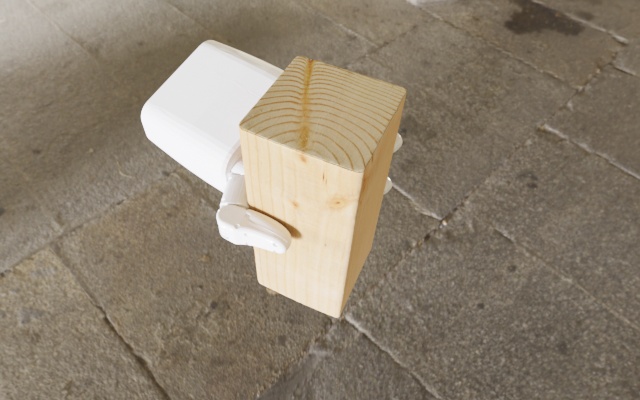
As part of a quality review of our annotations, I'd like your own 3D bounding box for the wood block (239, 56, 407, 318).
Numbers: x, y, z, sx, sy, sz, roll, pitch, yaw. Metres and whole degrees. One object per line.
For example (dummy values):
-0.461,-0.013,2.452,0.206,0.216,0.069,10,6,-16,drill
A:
0.000,0.001,0.401,0.090,0.090,0.206,22,-36,14,wood block
